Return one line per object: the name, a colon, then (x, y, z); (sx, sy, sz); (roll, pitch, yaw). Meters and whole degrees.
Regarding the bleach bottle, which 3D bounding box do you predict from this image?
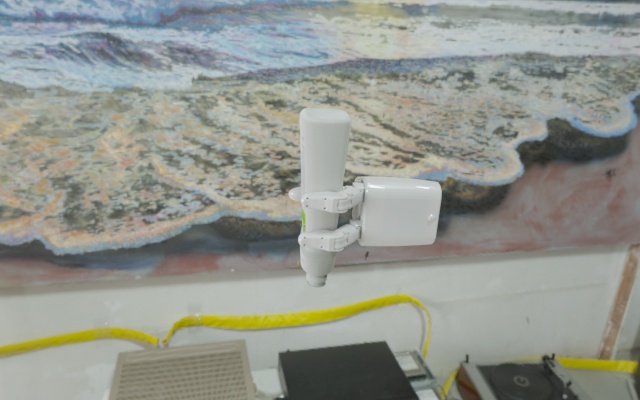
bleach bottle: (0.000, 0.002, 0.678); (0.068, 0.251, 0.102); (2, 20, -4)
